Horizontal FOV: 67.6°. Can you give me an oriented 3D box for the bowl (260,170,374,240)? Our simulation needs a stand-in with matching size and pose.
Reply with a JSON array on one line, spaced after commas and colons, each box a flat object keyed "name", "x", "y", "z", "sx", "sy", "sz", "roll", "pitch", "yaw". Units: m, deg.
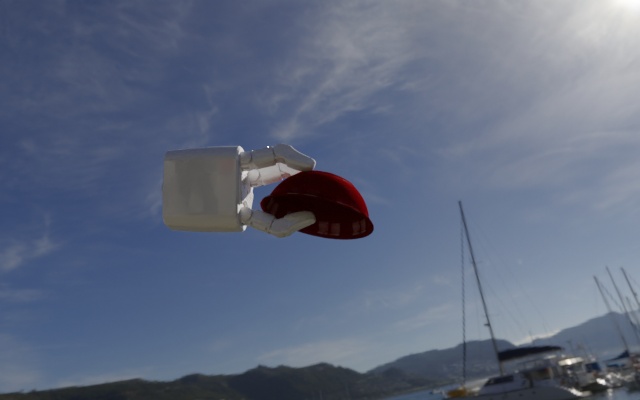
[{"name": "bowl", "x": 0.001, "y": 0.002, "z": 0.673, "sx": 0.162, "sy": 0.055, "sz": 0.162, "roll": 12, "pitch": -21, "yaw": 5}]
